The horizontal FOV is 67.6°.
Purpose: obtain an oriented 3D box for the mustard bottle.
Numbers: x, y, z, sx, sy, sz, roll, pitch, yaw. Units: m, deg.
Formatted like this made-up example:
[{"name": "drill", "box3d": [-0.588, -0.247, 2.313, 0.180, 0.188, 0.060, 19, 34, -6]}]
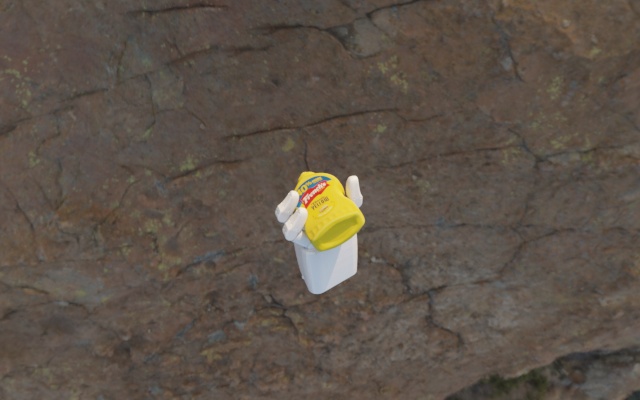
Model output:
[{"name": "mustard bottle", "box3d": [0.000, 0.003, 0.846, 0.096, 0.058, 0.191, -35, 37, 3]}]
